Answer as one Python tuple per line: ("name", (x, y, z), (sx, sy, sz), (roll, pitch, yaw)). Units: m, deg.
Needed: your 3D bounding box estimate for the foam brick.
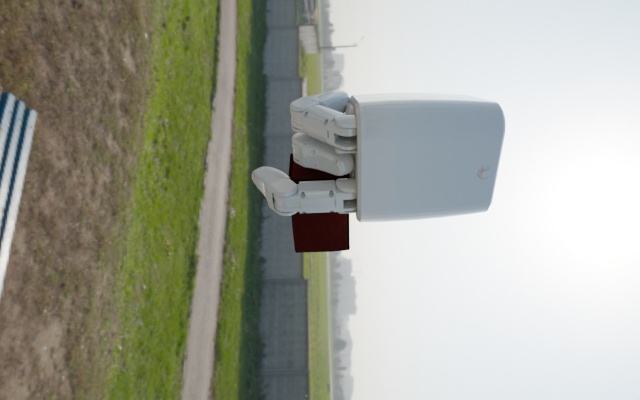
("foam brick", (0.000, 0.002, 0.430), (0.051, 0.078, 0.053), (-3, 33, 0))
